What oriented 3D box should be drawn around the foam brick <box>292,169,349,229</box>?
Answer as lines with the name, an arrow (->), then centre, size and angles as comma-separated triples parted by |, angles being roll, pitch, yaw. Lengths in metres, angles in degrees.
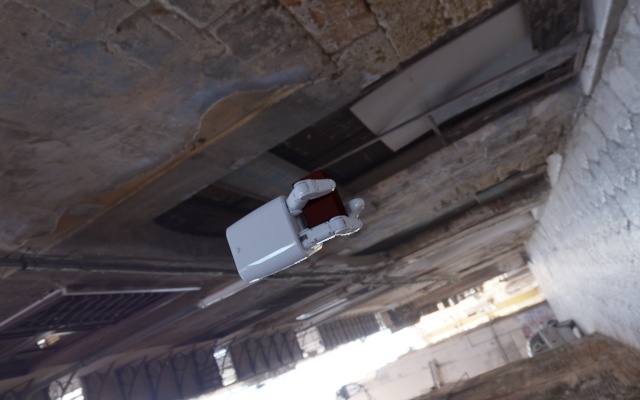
foam brick -> 0.000, 0.002, 0.711 | 0.051, 0.078, 0.053 | -27, -20, 14
